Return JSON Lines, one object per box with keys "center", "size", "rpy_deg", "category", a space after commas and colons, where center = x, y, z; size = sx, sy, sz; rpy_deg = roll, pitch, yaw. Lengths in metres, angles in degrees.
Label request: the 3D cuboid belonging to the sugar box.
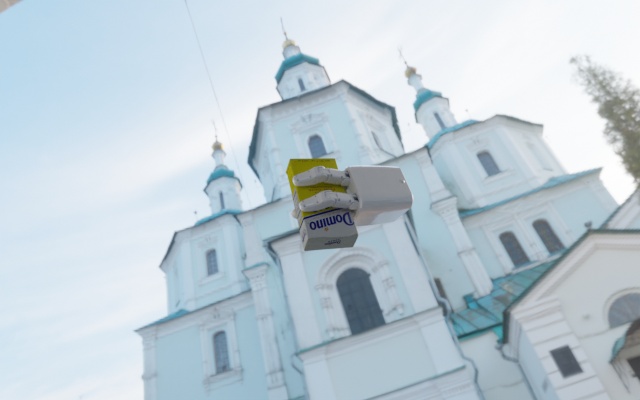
{"center": [0.000, 0.002, 0.852], "size": [0.093, 0.176, 0.048], "rpy_deg": [-3, -38, -18], "category": "sugar box"}
